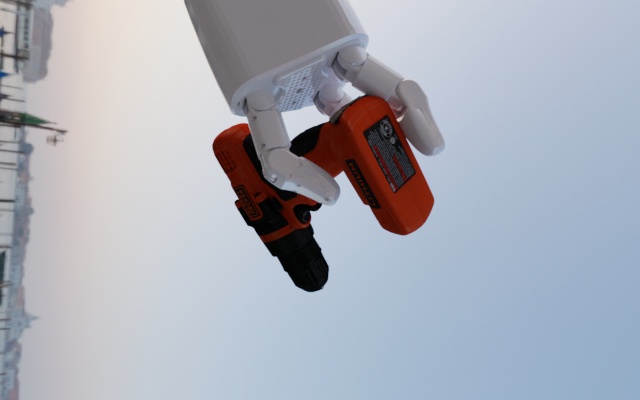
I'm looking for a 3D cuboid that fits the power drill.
[{"bbox_3d":[0.000,0.001,0.416,0.188,0.184,0.057,-14,22,46],"label":"power drill"}]
